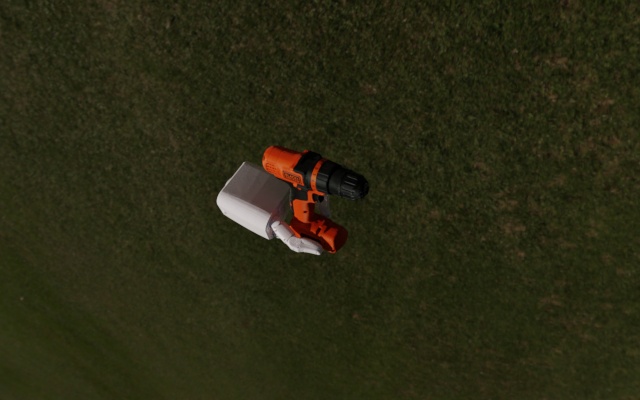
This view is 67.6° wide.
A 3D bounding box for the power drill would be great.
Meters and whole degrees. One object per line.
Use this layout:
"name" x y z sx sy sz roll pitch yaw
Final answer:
"power drill" 0.000 0.003 0.785 0.184 0.188 0.057 22 53 27
